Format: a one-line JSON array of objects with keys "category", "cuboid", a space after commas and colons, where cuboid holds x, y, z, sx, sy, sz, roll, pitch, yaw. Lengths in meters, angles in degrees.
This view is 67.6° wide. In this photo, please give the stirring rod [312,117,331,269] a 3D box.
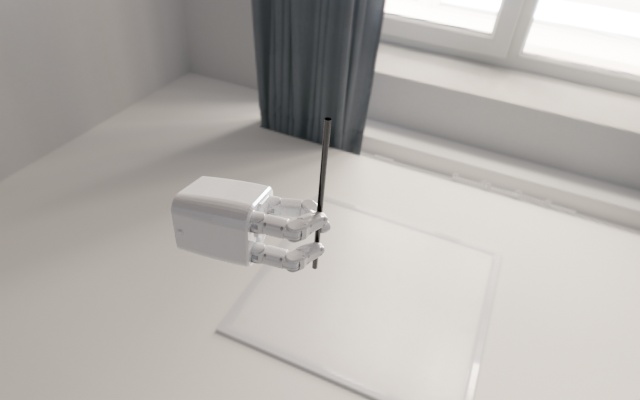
[{"category": "stirring rod", "cuboid": [0.000, 0.002, 0.614, 0.011, 0.240, 0.011, 3, 38, -2]}]
